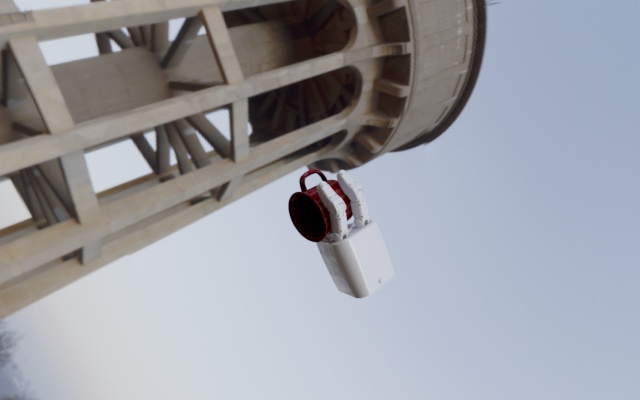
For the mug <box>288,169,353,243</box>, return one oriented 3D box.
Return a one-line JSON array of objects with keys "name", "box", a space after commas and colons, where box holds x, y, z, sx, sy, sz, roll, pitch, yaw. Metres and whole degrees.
[{"name": "mug", "box": [0.000, 0.001, 0.823, 0.081, 0.117, 0.093, -28, 11, -37]}]
